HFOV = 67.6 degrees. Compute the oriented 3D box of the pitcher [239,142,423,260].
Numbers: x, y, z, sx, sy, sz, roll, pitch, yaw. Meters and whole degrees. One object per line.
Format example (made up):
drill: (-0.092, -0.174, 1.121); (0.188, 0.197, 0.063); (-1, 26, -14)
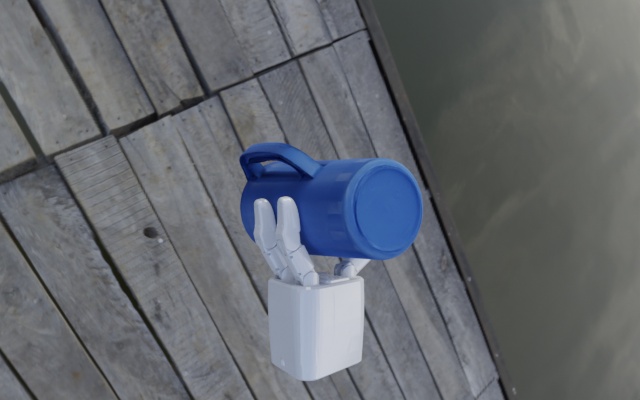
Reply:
pitcher: (0.000, 0.002, 0.590); (0.149, 0.145, 0.243); (2, -2, -32)
